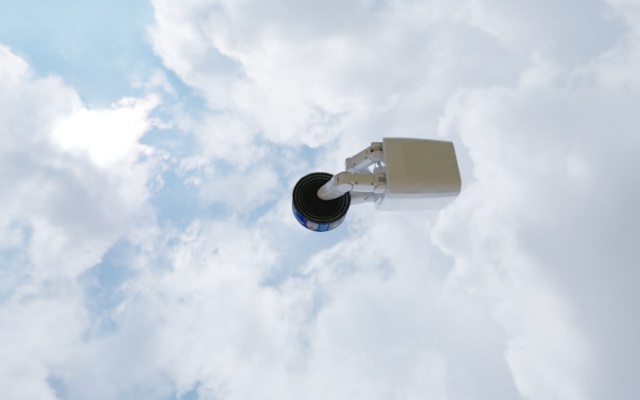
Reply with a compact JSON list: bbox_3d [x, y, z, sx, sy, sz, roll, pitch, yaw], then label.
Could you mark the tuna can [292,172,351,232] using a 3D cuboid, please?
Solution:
[{"bbox_3d":[0.000,0.003,0.702,0.086,0.086,0.034,0,-29,-7],"label":"tuna can"}]
